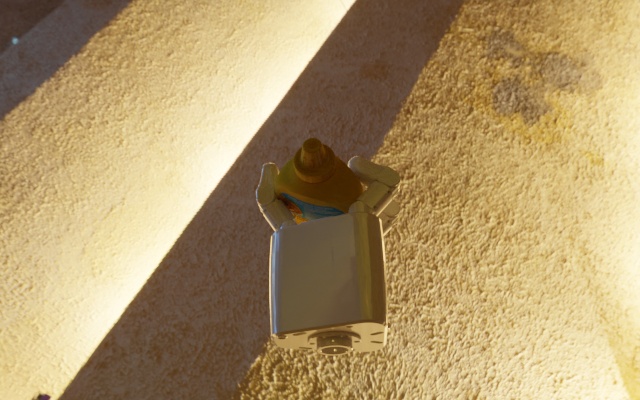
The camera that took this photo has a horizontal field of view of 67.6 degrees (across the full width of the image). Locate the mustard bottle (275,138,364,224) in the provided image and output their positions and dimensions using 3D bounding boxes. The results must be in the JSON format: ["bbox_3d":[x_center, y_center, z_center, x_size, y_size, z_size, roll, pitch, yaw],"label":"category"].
[{"bbox_3d":[0.000,0.002,0.515,0.096,0.058,0.192,18,-29,16],"label":"mustard bottle"}]
